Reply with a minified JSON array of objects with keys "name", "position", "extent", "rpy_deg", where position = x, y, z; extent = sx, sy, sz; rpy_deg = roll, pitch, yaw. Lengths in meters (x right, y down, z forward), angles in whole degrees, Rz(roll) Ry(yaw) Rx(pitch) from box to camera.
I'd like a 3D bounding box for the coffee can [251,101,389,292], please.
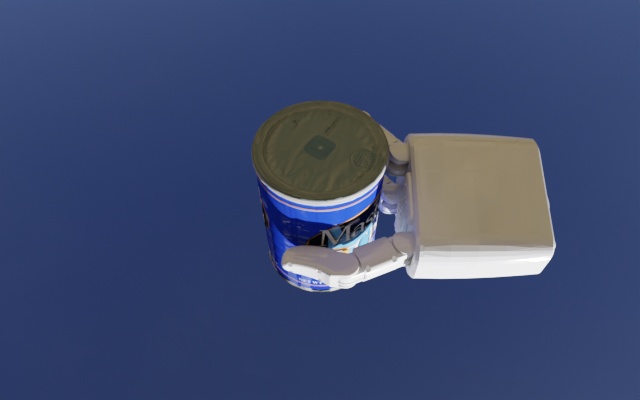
[{"name":"coffee can","position":[0.000,0.001,0.411],"extent":[0.103,0.102,0.140],"rpy_deg":[0,-37,0]}]
